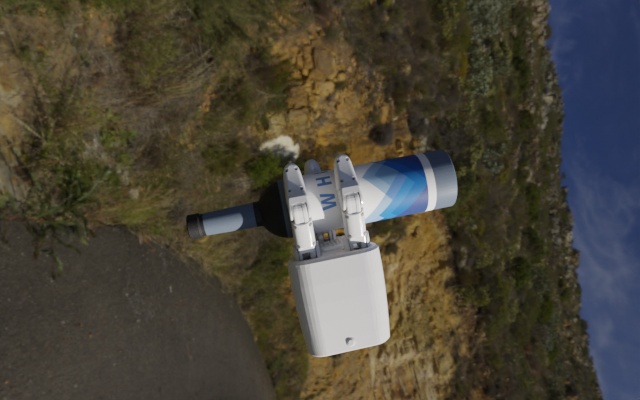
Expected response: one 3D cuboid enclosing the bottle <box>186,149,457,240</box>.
[{"bbox_3d":[0.000,0.002,0.536,0.296,0.069,0.069,-11,1,-5],"label":"bottle"}]
